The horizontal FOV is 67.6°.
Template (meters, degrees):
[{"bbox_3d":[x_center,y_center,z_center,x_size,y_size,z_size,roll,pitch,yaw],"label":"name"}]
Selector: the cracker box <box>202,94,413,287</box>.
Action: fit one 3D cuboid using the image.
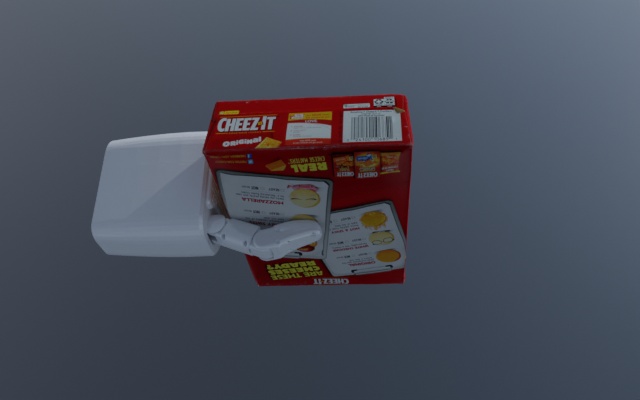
[{"bbox_3d":[0.000,0.002,0.460,0.164,0.072,0.214,-2,-38,6],"label":"cracker box"}]
